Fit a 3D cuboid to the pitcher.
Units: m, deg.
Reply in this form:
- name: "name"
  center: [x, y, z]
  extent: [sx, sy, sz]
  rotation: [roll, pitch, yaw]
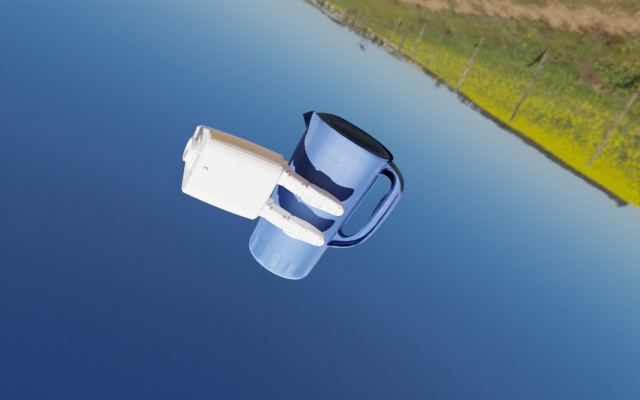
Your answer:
- name: "pitcher"
  center: [0.000, 0.002, 0.715]
  extent: [0.145, 0.243, 0.149]
  rotation: [21, 21, -28]
